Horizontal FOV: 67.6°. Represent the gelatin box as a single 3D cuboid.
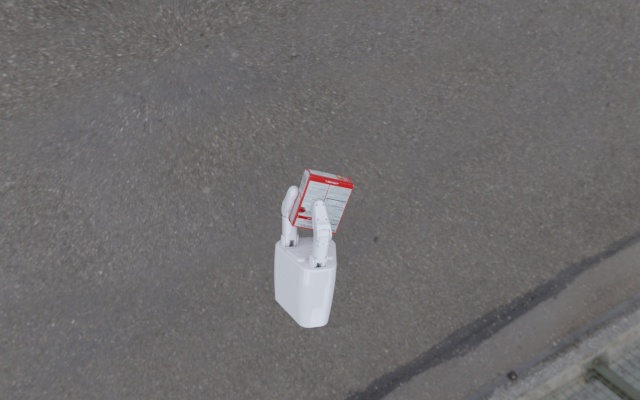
[{"bbox_3d":[0.000,0.002,0.719,0.073,0.089,0.030,11,23,-22],"label":"gelatin box"}]
